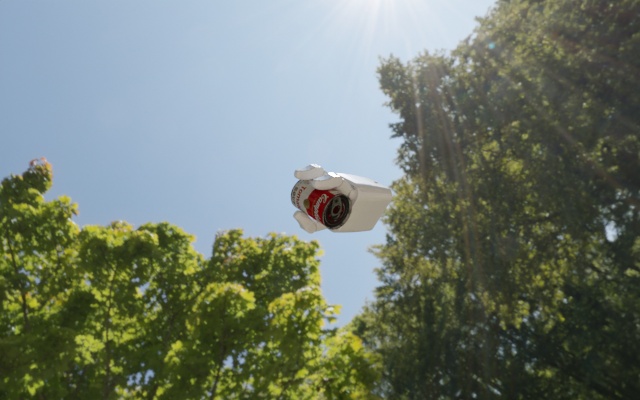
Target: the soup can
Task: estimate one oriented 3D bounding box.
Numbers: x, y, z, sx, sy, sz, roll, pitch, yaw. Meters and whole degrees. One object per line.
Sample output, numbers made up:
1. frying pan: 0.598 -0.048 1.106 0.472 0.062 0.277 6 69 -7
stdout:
1. soup can: 0.000 0.003 0.884 0.068 0.068 0.102 0 21 -42
